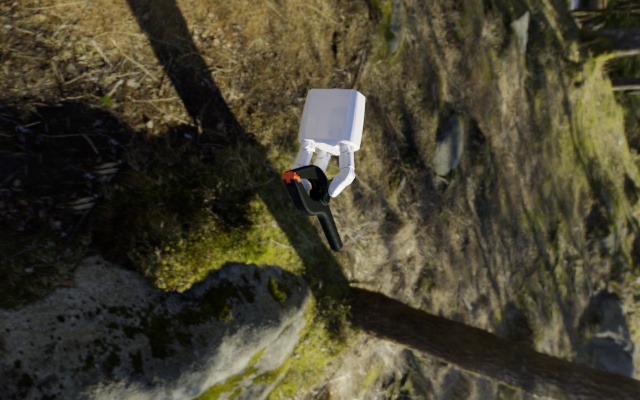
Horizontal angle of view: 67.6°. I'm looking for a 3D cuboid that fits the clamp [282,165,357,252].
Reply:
[{"bbox_3d":[0.001,0.003,0.892,0.036,0.164,0.210,-1,-14,35],"label":"clamp"}]
